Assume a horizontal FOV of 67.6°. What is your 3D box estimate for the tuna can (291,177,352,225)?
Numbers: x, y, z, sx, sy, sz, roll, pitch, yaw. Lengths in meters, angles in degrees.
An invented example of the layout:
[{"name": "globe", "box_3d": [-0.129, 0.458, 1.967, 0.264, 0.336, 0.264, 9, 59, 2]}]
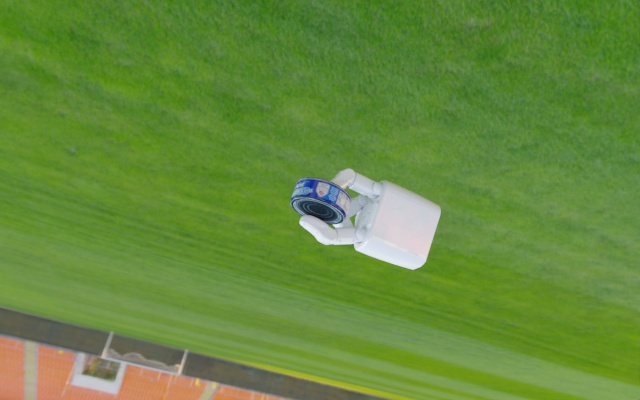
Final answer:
[{"name": "tuna can", "box_3d": [0.000, 0.003, 0.700, 0.086, 0.033, 0.086, 16, -24, 7]}]
